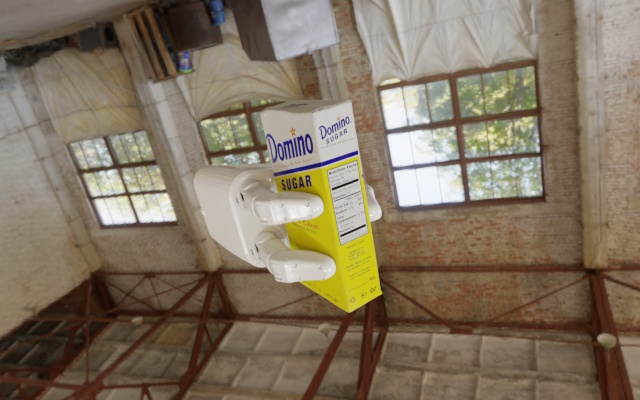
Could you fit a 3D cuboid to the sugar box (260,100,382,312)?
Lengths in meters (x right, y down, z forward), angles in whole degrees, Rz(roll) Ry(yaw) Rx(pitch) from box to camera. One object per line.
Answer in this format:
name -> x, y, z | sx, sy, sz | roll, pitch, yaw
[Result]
sugar box -> 0.000, 0.002, 0.425 | 0.048, 0.176, 0.093 | -24, 22, -28
